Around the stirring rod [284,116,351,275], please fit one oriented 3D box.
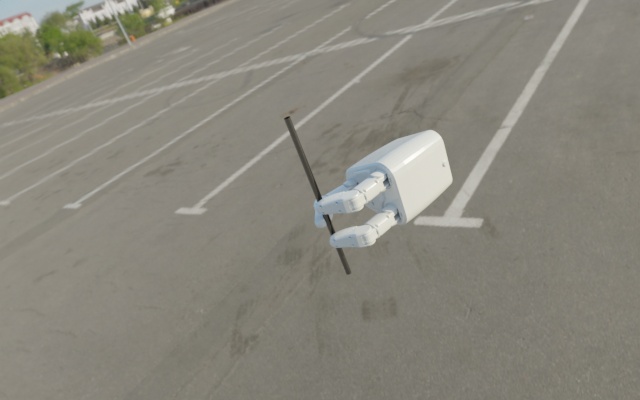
[{"bbox_3d":[0.000,0.002,0.619,0.011,0.240,0.011,-17,27,9],"label":"stirring rod"}]
